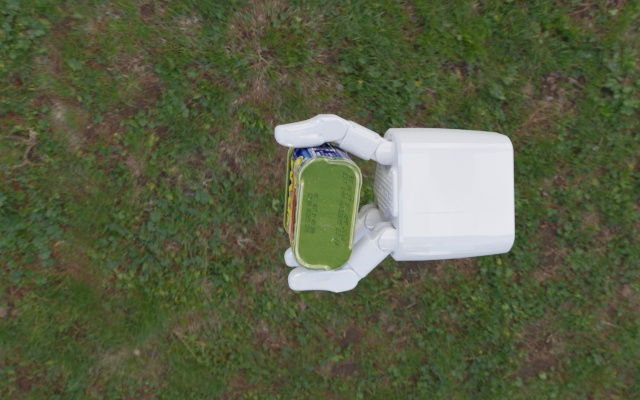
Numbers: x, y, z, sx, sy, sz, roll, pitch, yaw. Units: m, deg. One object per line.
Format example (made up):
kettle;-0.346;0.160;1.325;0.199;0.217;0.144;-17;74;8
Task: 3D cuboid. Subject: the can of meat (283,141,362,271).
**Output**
can of meat;0.000;0.001;0.422;0.057;0.102;0.084;2;16;-9
